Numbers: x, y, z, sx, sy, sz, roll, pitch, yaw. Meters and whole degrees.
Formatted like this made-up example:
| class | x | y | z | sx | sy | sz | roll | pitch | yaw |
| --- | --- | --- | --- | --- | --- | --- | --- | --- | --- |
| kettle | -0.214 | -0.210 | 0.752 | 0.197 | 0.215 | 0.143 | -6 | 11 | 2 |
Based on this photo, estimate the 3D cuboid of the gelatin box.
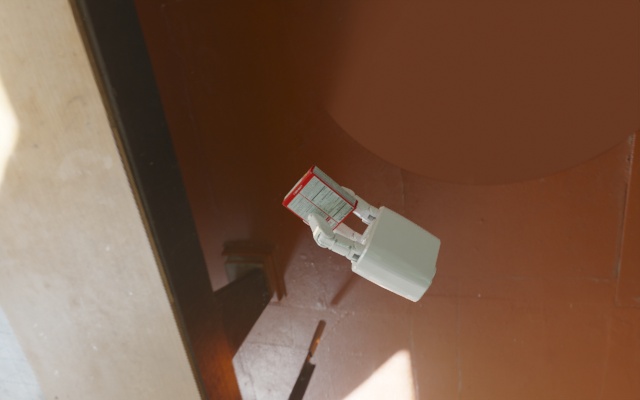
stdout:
| class | x | y | z | sx | sy | sz | roll | pitch | yaw |
| --- | --- | --- | --- | --- | --- | --- | --- | --- | --- |
| gelatin box | 0.000 | 0.002 | 0.716 | 0.089 | 0.073 | 0.030 | 38 | 28 | -10 |
